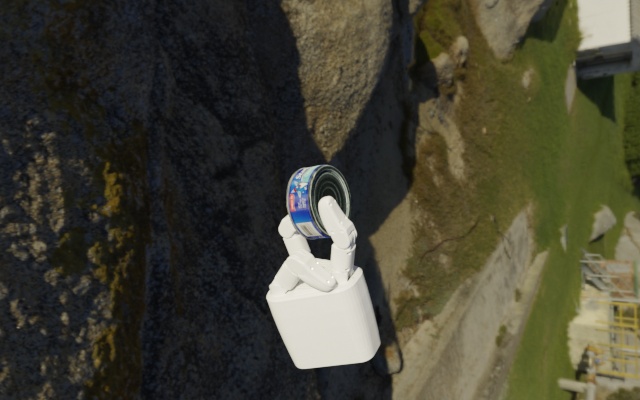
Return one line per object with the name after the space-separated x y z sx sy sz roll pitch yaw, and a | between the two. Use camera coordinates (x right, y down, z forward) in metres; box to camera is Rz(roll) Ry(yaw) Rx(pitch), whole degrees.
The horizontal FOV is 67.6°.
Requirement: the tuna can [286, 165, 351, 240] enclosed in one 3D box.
0.001 0.002 0.556 0.034 0.086 0.086 -8 -5 36 | tuna can
